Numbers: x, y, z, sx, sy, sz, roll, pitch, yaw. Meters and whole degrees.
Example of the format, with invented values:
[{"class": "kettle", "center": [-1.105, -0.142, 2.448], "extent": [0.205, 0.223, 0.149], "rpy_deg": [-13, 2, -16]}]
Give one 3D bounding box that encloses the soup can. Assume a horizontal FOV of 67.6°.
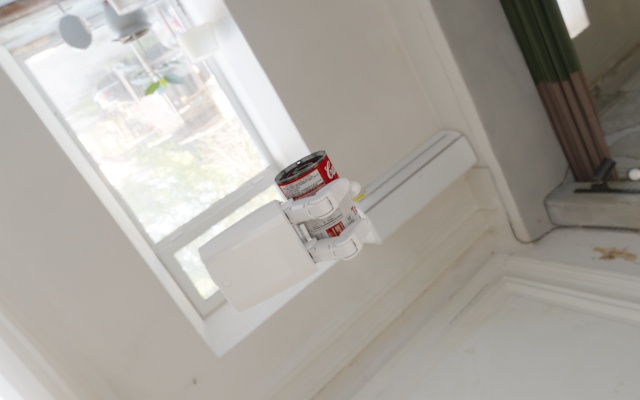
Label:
[{"class": "soup can", "center": [0.001, 0.002, 0.564], "extent": [0.068, 0.102, 0.068], "rpy_deg": [-27, 16, 9]}]
